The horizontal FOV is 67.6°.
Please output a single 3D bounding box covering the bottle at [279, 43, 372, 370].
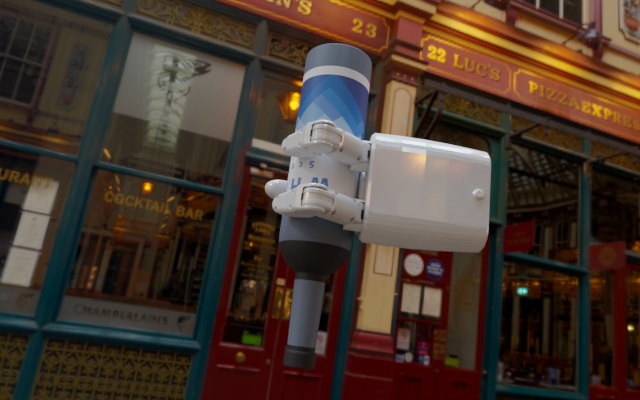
[{"bbox_3d":[0.000,0.001,0.445,0.069,0.295,0.069,7,-15,2],"label":"bottle"}]
